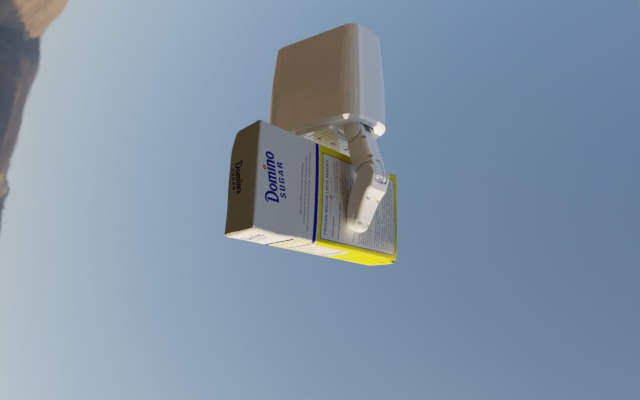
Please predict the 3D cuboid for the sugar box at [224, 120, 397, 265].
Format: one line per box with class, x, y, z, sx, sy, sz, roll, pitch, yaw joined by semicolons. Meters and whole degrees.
sugar box;0.000;0.001;0.435;0.176;0.093;0.048;17;-22;-39
